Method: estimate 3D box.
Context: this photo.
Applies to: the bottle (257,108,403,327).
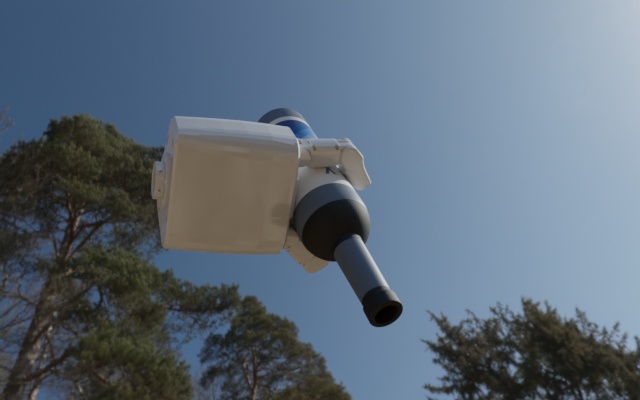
[{"bbox_3d":[0.000,0.001,0.460,0.069,0.069,0.295,0,34,-23],"label":"bottle"}]
